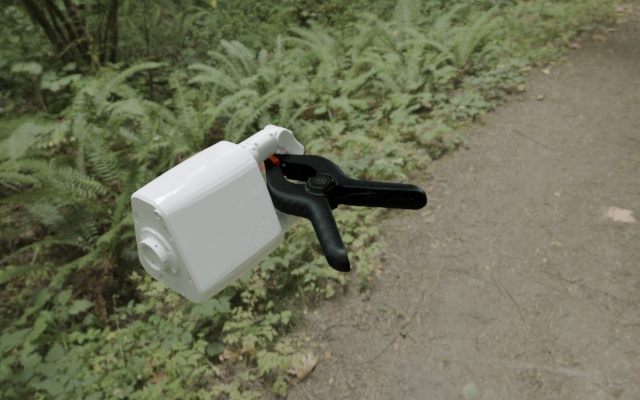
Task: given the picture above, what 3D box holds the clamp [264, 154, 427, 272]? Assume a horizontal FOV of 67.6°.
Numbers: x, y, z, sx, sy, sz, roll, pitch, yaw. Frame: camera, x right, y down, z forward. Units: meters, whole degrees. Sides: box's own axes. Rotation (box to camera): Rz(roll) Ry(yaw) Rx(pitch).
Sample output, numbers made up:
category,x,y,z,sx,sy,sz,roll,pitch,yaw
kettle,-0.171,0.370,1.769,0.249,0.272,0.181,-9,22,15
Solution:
category,x,y,z,sx,sy,sz,roll,pitch,yaw
clamp,0.000,0.001,0.455,0.171,0.039,0.120,20,41,32
